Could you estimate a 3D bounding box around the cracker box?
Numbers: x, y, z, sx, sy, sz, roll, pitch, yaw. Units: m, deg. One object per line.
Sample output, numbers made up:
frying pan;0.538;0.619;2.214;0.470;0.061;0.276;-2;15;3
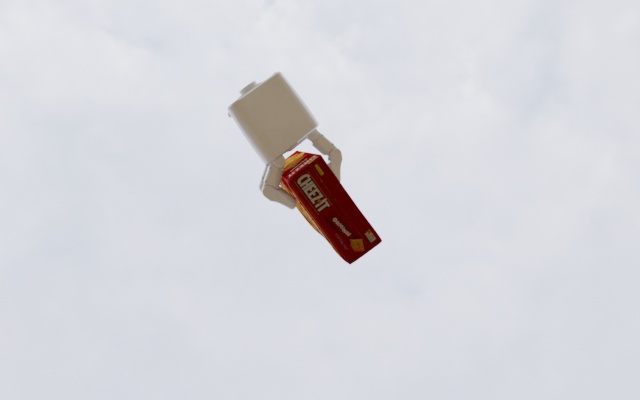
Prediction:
cracker box;0.000;0.002;0.797;0.072;0.164;0.213;-38;14;-4
